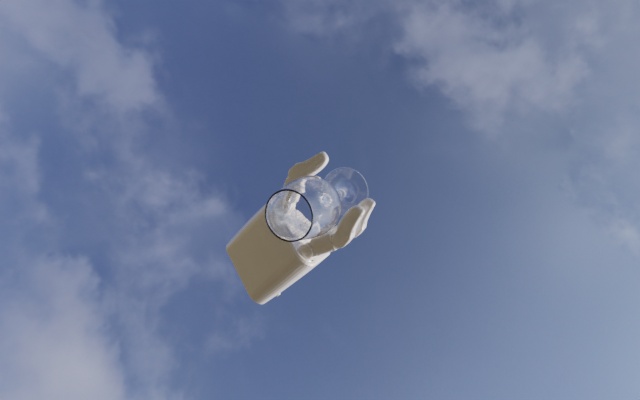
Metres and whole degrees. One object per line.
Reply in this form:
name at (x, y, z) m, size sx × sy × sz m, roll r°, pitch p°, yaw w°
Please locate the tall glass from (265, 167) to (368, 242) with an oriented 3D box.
tall glass at (0.000, 0.002, 0.635) m, size 0.079 × 0.079 × 0.201 m, roll 0°, pitch 9°, yaw 22°
